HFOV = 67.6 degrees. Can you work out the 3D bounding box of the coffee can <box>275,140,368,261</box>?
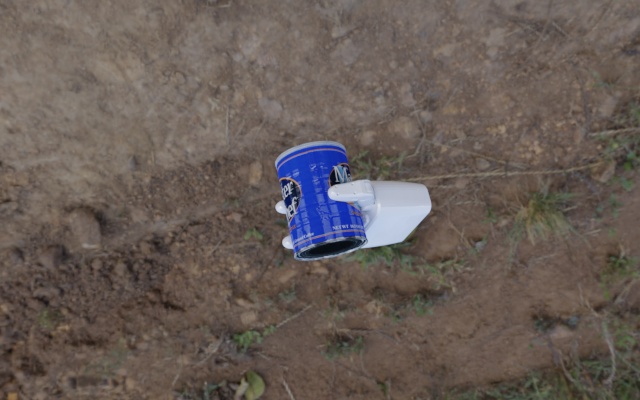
[{"bbox_3d":[0.000,0.002,0.663,0.103,0.140,0.103,-11,-17,-4],"label":"coffee can"}]
